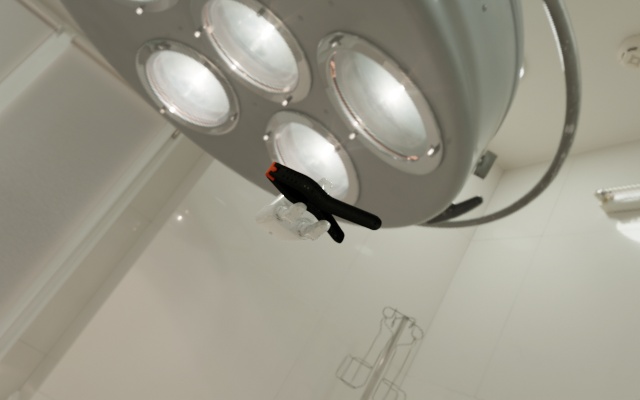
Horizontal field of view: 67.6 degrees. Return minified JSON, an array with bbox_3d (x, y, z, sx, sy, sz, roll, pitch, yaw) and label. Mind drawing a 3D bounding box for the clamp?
[{"bbox_3d":[0.000,0.002,0.837,0.210,0.036,0.164,39,-26,-16],"label":"clamp"}]
